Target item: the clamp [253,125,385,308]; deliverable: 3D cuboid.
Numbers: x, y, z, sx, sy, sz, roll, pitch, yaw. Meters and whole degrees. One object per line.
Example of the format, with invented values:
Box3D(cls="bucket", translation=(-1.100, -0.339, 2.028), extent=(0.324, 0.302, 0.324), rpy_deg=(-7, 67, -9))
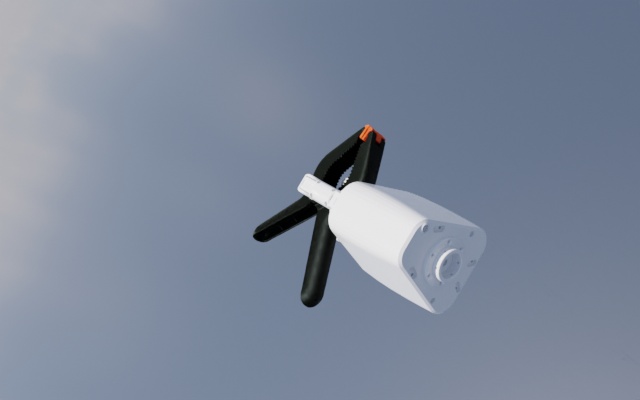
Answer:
Box3D(cls="clamp", translation=(0.000, 0.001, 0.573), extent=(0.036, 0.210, 0.164), rpy_deg=(31, -1, -39))
